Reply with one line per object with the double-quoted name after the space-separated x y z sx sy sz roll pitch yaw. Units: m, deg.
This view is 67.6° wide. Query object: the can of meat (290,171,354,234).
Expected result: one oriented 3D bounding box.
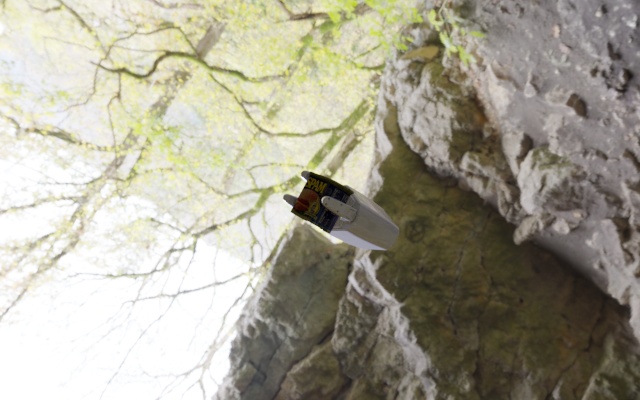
0.000 0.003 0.847 0.057 0.084 0.102 29 -2 -31 "can of meat"
